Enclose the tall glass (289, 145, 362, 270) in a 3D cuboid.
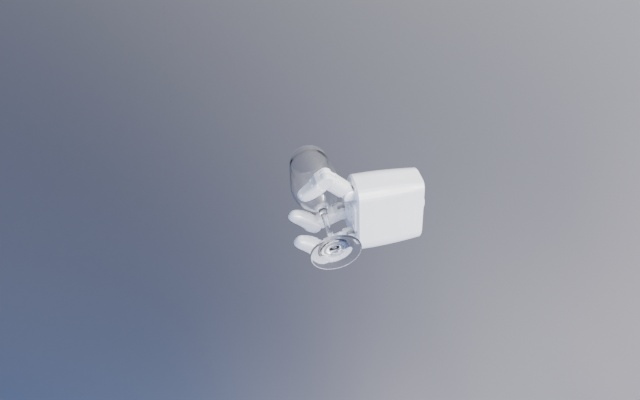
[{"bbox_3d":[0.000,0.003,0.725,0.079,0.200,0.079,-9,-43,-9],"label":"tall glass"}]
